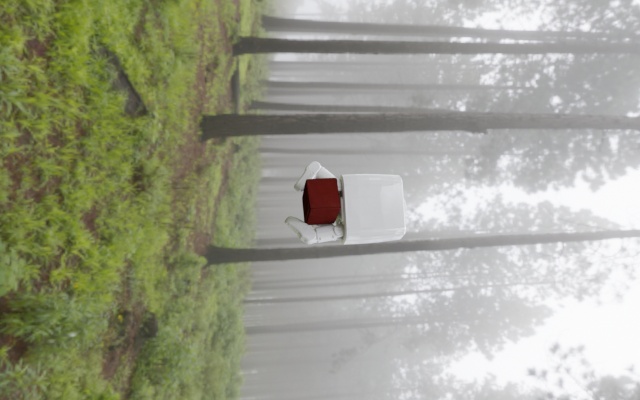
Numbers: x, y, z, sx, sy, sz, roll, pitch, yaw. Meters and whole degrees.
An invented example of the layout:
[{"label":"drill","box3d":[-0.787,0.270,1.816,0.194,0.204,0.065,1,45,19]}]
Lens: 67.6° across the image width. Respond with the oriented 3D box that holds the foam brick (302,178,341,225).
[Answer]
[{"label":"foam brick","box3d":[0.000,0.003,0.778,0.051,0.053,0.078,-3,-22,-8]}]
